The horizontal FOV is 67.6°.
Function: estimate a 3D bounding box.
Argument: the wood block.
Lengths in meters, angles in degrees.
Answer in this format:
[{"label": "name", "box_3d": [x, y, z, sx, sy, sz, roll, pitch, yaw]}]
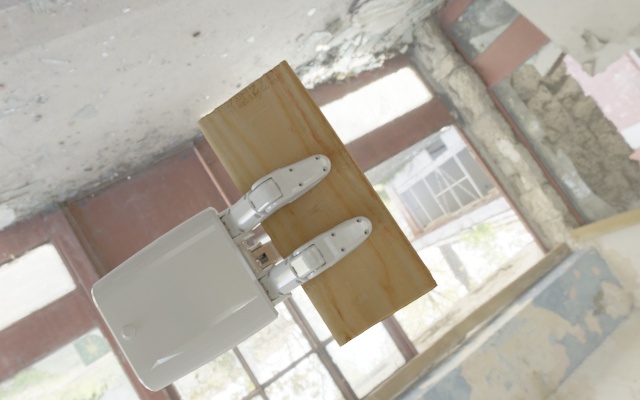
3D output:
[{"label": "wood block", "box_3d": [0.000, 0.002, 0.403, 0.090, 0.206, 0.091, -34, -6, 6]}]
